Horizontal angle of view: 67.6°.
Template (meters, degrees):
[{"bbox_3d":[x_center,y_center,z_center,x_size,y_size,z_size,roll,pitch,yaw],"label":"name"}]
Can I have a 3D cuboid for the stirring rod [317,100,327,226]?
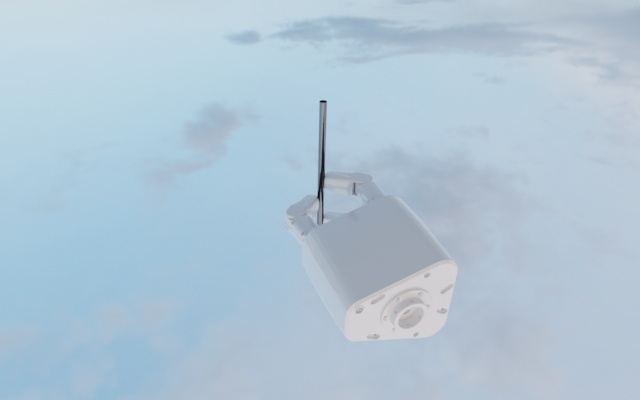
[{"bbox_3d":[0.000,0.002,0.545,0.011,0.240,0.011,1,32,-1],"label":"stirring rod"}]
